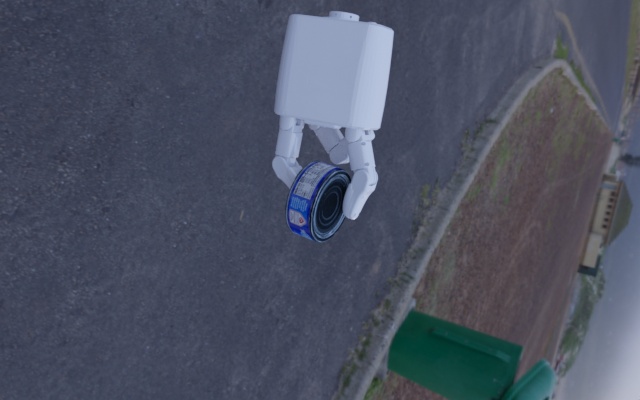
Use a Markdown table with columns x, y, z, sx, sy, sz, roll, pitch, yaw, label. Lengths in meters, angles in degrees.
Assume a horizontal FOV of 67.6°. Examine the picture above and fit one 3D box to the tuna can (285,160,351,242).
| x | y | z | sx | sy | sz | roll | pitch | yaw | label |
| --- | --- | --- | --- | --- | --- | --- | --- | --- | --- |
| 0.001 | 0.002 | 0.524 | 0.033 | 0.086 | 0.086 | 20 | 10 | 29 | tuna can |
